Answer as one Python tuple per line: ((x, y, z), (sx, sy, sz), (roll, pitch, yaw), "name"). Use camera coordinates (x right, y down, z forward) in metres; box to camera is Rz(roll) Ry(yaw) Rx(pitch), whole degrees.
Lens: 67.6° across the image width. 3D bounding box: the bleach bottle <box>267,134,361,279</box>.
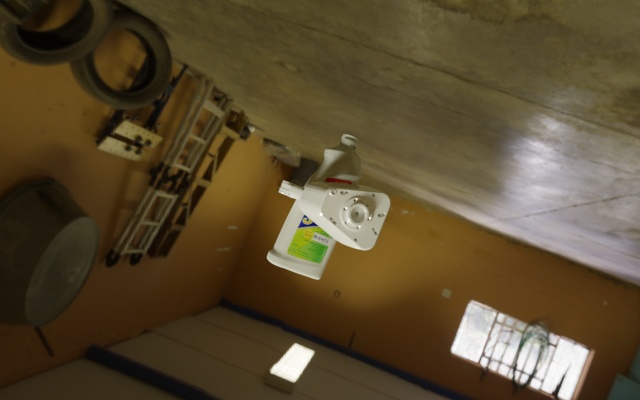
((0.000, 0.003, 0.828), (0.102, 0.251, 0.068), (22, -2, -17), "bleach bottle")
